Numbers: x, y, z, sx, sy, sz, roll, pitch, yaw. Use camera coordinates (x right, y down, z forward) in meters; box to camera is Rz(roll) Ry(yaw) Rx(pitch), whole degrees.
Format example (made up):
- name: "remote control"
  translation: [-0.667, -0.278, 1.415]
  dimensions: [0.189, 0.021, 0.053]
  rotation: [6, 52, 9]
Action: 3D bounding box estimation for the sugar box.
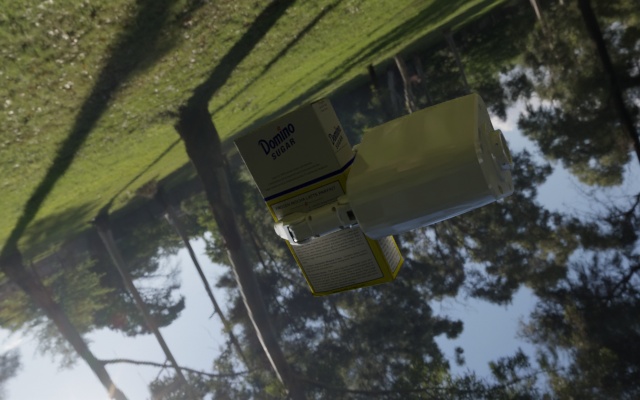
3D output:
- name: "sugar box"
  translation: [0.000, 0.001, 0.453]
  dimensions: [0.093, 0.176, 0.048]
  rotation: [-19, 11, 30]
